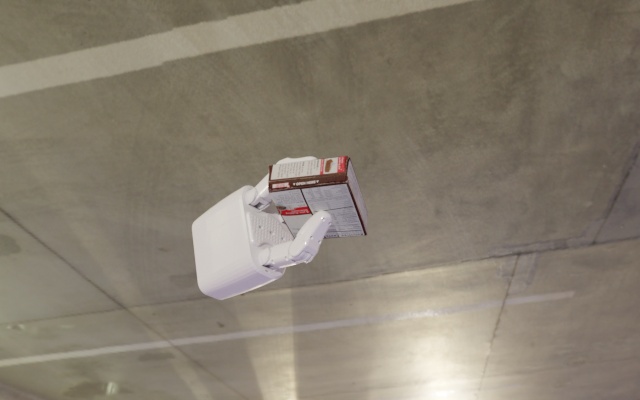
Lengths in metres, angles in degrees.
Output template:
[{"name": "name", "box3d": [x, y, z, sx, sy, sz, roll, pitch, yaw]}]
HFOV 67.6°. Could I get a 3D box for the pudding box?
[{"name": "pudding box", "box3d": [0.000, 0.002, 0.535, 0.090, 0.039, 0.114, -6, -34, 13]}]
